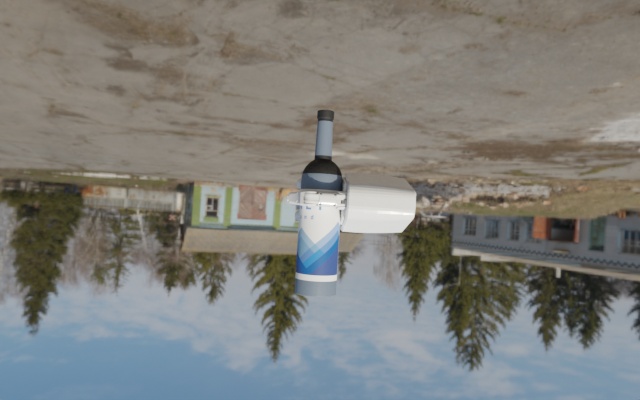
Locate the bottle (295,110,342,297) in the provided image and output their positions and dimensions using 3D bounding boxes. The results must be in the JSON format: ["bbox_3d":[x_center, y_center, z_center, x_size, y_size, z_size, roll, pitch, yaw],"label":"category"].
[{"bbox_3d":[0.000,0.003,0.769,0.069,0.295,0.069,3,-1,0],"label":"bottle"}]
